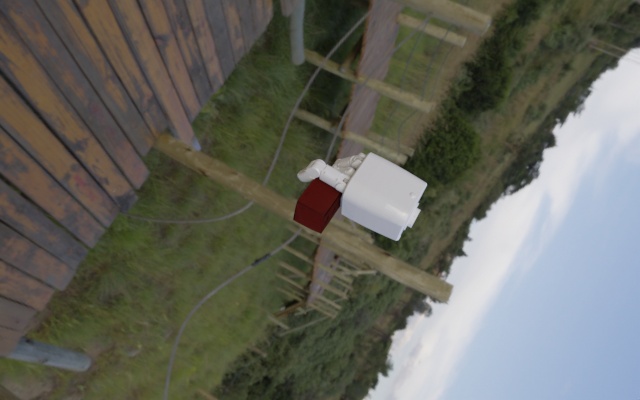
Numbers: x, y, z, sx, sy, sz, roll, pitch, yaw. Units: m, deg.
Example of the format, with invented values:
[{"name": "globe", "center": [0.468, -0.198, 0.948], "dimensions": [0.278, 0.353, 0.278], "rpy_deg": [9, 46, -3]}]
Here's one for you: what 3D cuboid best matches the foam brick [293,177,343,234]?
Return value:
[{"name": "foam brick", "center": [0.000, 0.003, 0.757], "dimensions": [0.051, 0.078, 0.053], "rpy_deg": [29, -34, 11]}]
